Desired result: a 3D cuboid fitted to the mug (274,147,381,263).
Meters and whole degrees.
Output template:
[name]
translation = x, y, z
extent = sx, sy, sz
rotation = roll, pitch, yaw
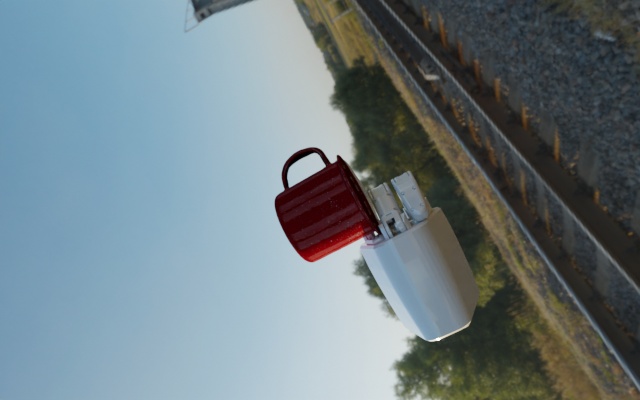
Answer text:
[mug]
translation = -0.001, 0.000, 0.496
extent = 0.081, 0.117, 0.093
rotation = -28, -3, 9
